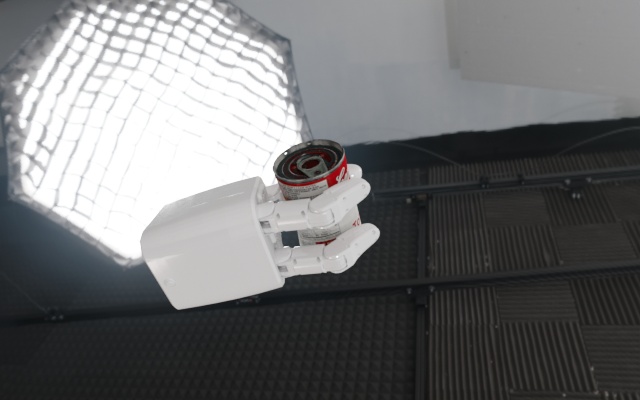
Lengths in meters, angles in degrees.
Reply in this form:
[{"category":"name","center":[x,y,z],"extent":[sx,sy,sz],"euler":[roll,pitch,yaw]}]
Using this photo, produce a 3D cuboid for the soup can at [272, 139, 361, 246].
[{"category":"soup can","center":[0.001,0.002,0.465],"extent":[0.068,0.102,0.068],"euler":[-11,35,8]}]
